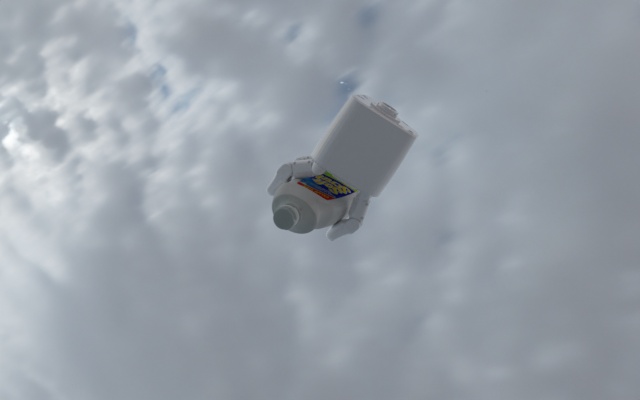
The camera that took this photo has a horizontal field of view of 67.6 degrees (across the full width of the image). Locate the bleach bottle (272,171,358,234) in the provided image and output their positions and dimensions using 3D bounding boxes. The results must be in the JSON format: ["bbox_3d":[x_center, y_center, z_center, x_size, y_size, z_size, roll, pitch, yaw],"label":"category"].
[{"bbox_3d":[0.000,0.002,0.715,0.102,0.068,0.250,36,21,8],"label":"bleach bottle"}]
